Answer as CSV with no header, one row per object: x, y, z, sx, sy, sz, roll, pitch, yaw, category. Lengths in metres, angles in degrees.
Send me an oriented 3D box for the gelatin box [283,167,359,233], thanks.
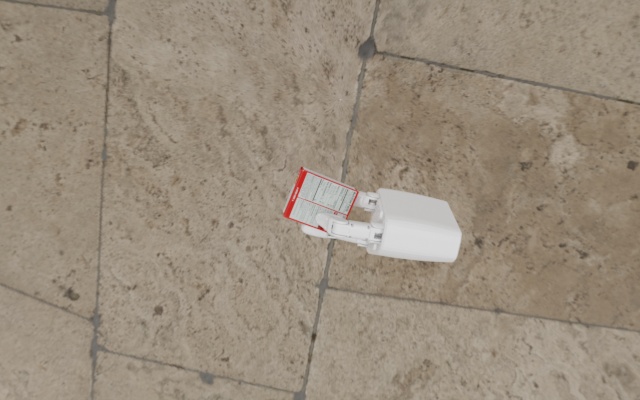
0.000,0.002,0.678,0.089,0.073,0.030,21,10,-12,gelatin box
